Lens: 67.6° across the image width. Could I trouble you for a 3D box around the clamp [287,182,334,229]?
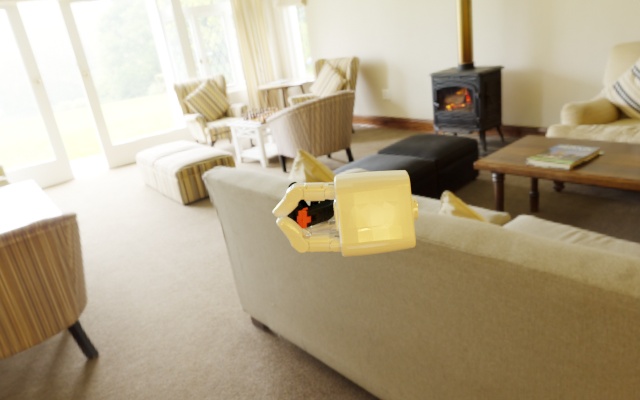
[{"bbox_3d":[0.000,0.002,0.768,0.120,0.039,0.171,-5,20,4],"label":"clamp"}]
